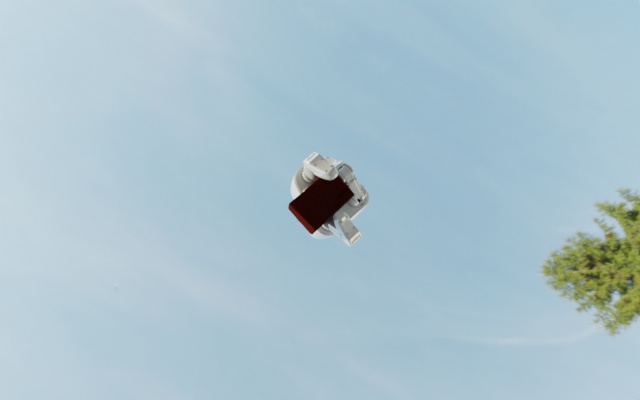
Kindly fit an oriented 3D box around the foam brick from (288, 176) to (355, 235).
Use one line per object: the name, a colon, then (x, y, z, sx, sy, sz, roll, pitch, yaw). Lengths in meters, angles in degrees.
foam brick: (0.000, 0.002, 0.667, 0.078, 0.053, 0.051, -41, -3, -13)
